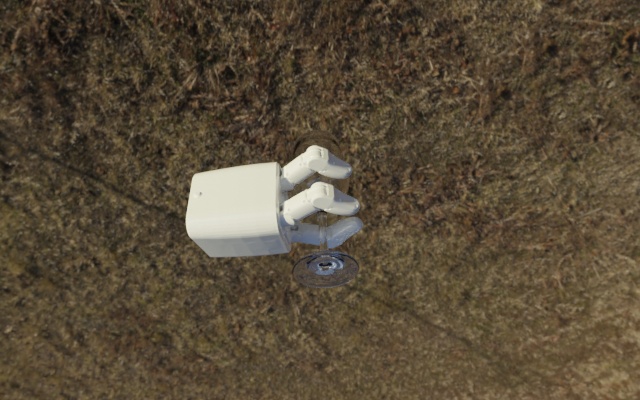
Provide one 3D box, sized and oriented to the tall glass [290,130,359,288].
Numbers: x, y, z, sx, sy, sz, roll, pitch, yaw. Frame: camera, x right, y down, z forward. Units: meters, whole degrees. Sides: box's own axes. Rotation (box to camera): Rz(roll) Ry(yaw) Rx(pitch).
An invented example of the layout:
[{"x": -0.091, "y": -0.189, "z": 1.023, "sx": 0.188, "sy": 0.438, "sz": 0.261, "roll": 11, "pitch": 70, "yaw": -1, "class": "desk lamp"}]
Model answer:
[{"x": 0.000, "y": 0.002, "z": 0.591, "sx": 0.079, "sy": 0.200, "sz": 0.079, "roll": -2, "pitch": -40, "yaw": -2, "class": "tall glass"}]
